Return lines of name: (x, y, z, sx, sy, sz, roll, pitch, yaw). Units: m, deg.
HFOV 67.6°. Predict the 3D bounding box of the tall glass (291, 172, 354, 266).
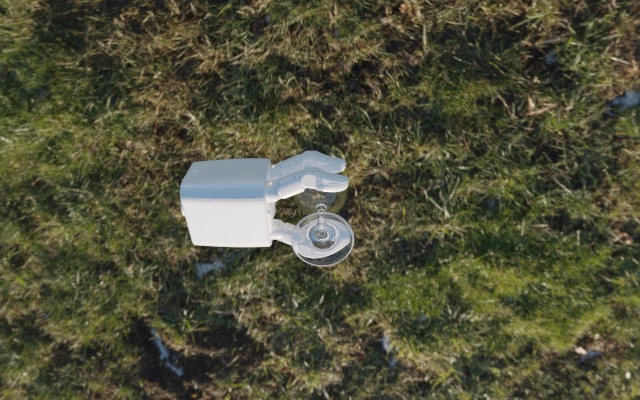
tall glass: (0.000, 0.002, 0.648, 0.079, 0.079, 0.201, 0, 27, -1)
